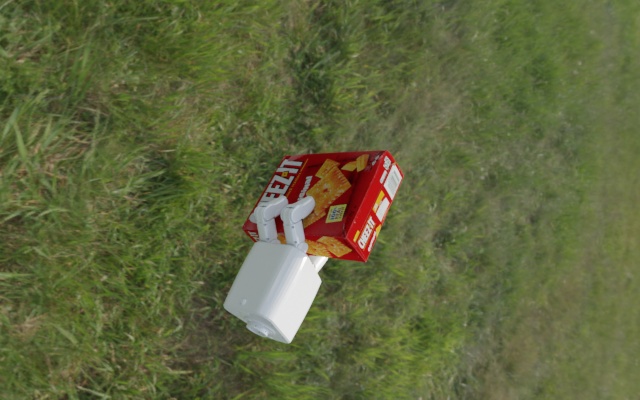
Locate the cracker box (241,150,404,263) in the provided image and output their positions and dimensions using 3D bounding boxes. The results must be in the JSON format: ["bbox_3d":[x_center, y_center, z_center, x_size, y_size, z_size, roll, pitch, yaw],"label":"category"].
[{"bbox_3d":[0.000,0.003,0.746,0.213,0.164,0.072,2,-37,39],"label":"cracker box"}]
